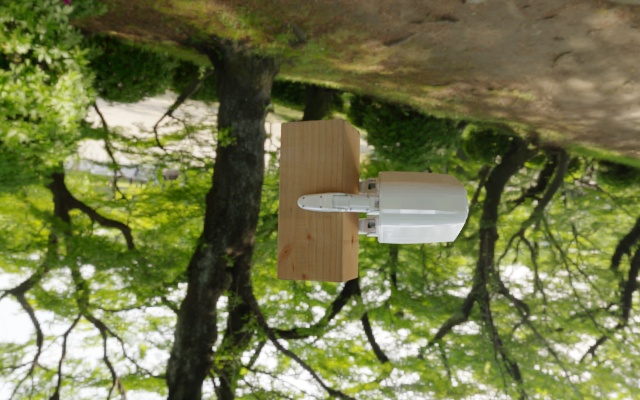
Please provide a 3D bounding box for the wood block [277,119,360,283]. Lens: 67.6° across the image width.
[{"bbox_3d":[0.000,0.002,0.650,0.090,0.206,0.091,0,-4,18],"label":"wood block"}]
